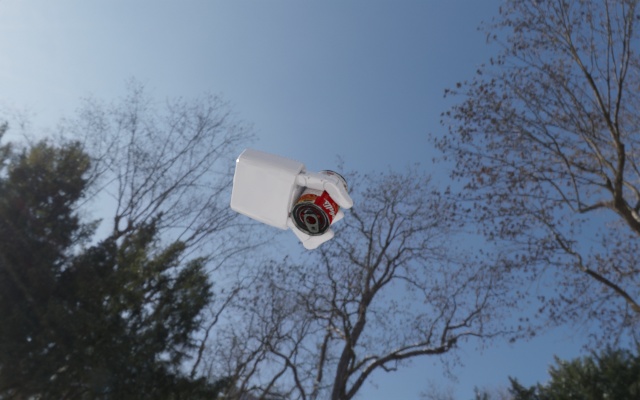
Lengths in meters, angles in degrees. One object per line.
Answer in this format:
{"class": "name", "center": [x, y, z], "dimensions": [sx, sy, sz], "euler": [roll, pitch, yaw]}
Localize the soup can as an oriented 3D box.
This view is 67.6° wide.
{"class": "soup can", "center": [0.001, 0.003, 0.803], "dimensions": [0.068, 0.068, 0.102], "euler": [0, 34, 25]}
